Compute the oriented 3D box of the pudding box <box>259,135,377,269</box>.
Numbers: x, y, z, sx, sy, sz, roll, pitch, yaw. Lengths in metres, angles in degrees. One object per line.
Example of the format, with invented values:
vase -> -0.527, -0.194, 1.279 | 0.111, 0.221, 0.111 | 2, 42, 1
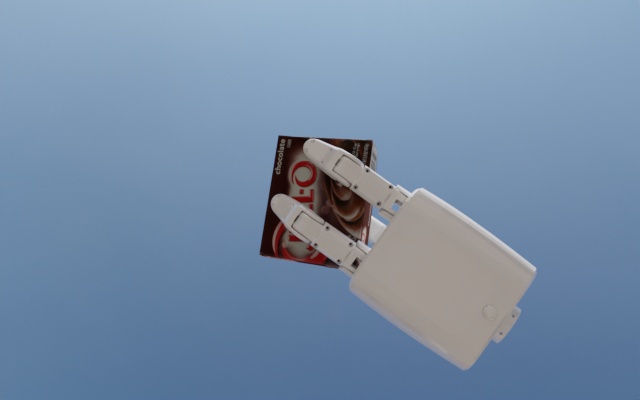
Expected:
pudding box -> 0.000, 0.001, 0.426 | 0.090, 0.113, 0.039 | 6, -10, 19
